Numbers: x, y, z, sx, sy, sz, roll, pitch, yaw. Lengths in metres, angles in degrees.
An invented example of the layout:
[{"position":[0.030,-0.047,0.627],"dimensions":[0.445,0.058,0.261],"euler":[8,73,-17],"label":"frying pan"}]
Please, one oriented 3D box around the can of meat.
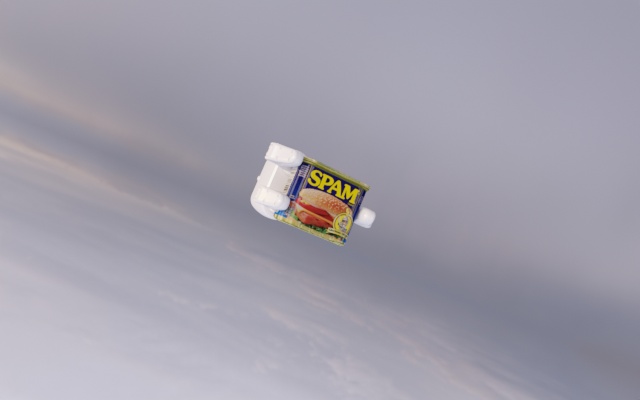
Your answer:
[{"position":[0.000,0.002,0.604],"dimensions":[0.102,0.084,0.057],"euler":[24,-4,-20],"label":"can of meat"}]
